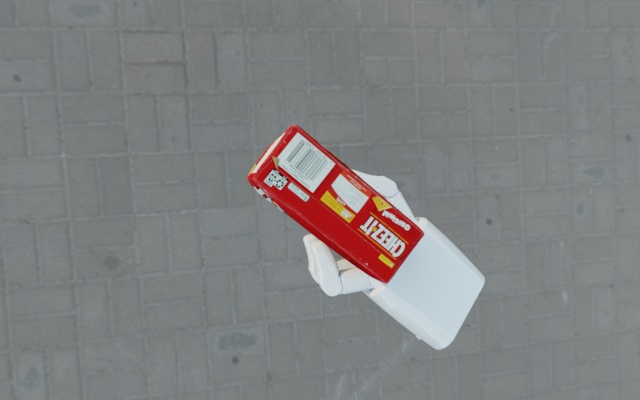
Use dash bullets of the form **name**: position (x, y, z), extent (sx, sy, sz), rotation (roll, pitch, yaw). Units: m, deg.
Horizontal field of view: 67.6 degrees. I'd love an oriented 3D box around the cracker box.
- **cracker box**: position (0.000, 0.002, 0.538), extent (0.164, 0.072, 0.213), rotation (39, -5, -10)
